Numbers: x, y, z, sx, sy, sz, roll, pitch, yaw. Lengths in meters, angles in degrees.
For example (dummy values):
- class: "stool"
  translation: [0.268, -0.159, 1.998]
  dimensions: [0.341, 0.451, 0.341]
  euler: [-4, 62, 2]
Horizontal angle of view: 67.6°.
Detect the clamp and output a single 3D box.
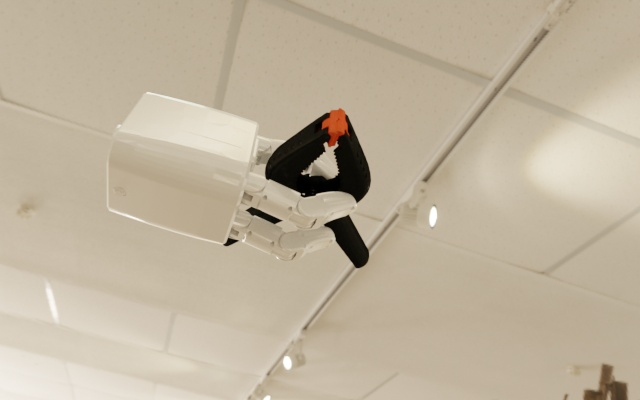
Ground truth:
- class: "clamp"
  translation: [0.000, 0.000, 0.456]
  dimensions: [0.164, 0.036, 0.210]
  euler: [14, -39, -14]
